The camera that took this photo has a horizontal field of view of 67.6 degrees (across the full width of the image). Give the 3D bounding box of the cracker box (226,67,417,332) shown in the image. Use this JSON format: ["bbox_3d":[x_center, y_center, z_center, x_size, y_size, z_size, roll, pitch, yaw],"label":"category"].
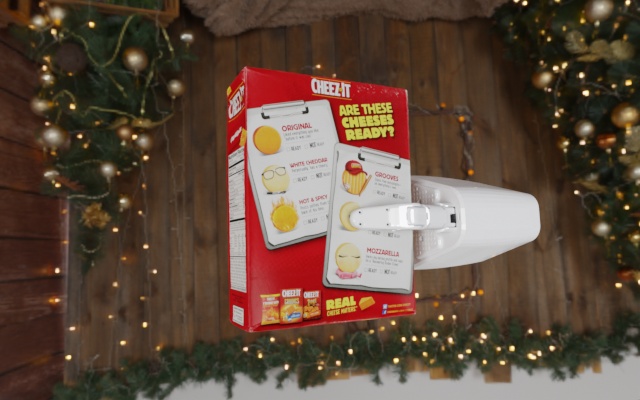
[{"bbox_3d":[0.000,0.002,0.438,0.164,0.213,0.072,1,-6,-27],"label":"cracker box"}]
